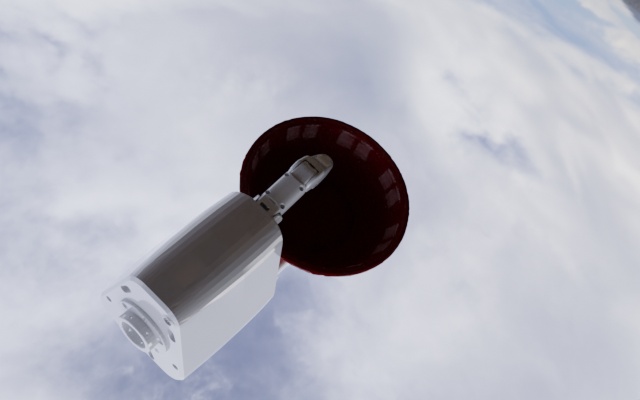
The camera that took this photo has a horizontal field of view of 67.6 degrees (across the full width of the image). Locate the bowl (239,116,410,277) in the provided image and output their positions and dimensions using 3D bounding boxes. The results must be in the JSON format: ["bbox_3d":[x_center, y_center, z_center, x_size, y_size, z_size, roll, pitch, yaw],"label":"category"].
[{"bbox_3d":[0.001,0.001,0.456,0.162,0.162,0.055,0,-25,-18],"label":"bowl"}]
